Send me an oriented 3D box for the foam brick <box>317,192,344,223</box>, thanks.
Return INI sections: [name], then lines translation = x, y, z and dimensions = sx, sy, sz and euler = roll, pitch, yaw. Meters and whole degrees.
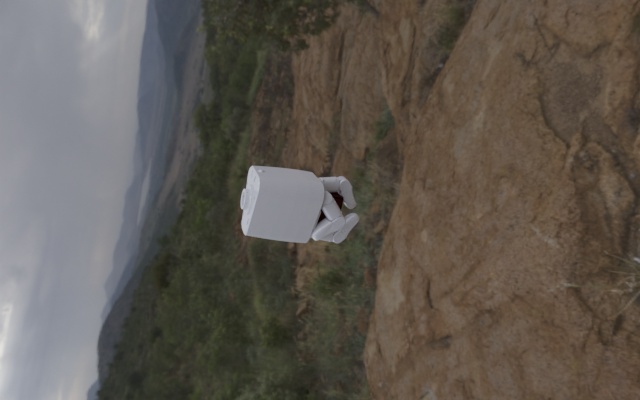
[foam brick]
translation = 0.000, 0.003, 0.832
dimensions = 0.051, 0.053, 0.078
euler = 6, 18, -20
